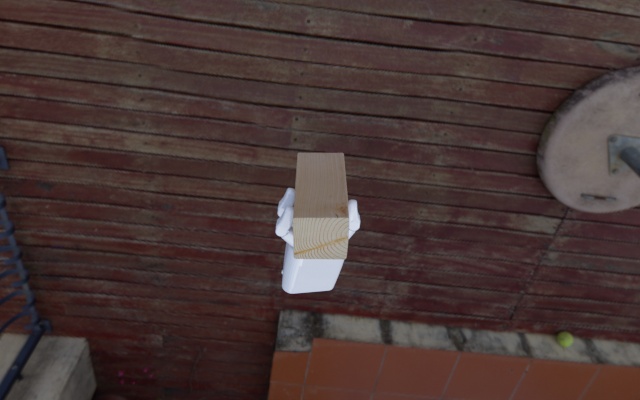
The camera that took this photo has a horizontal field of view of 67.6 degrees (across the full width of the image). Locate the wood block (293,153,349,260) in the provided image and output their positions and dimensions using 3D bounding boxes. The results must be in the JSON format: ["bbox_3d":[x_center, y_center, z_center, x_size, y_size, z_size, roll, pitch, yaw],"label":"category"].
[{"bbox_3d":[0.000,0.003,0.851,0.091,0.090,0.206,1,35,-1],"label":"wood block"}]
